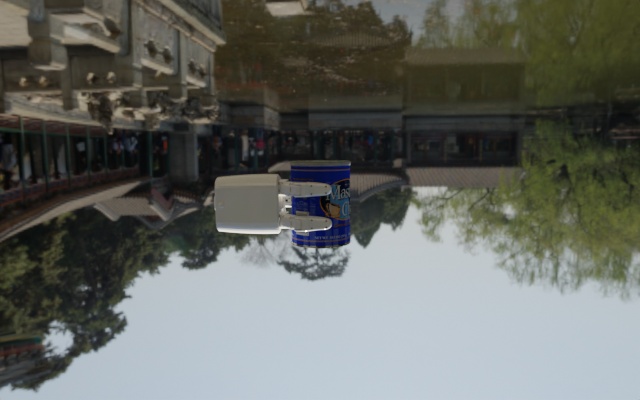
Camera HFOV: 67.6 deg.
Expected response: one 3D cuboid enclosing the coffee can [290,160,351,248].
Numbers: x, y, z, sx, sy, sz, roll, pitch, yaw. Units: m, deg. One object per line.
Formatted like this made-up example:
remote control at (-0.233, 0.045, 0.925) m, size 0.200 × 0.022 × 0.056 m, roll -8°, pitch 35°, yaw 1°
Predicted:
coffee can at (0.000, 0.003, 0.815) m, size 0.103 × 0.140 × 0.103 m, roll 0°, pitch 6°, yaw 0°
